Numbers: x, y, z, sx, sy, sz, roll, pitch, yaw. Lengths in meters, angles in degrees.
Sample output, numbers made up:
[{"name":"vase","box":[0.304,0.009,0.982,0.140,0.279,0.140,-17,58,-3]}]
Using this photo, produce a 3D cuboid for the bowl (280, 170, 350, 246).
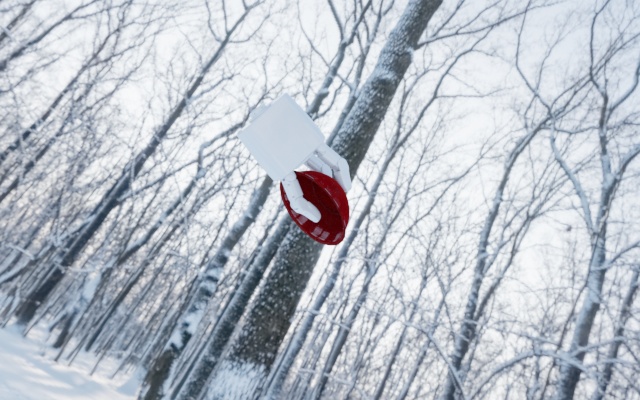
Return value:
[{"name":"bowl","box":[0.001,0.004,0.875,0.055,0.162,0.162,-38,22,-32]}]
